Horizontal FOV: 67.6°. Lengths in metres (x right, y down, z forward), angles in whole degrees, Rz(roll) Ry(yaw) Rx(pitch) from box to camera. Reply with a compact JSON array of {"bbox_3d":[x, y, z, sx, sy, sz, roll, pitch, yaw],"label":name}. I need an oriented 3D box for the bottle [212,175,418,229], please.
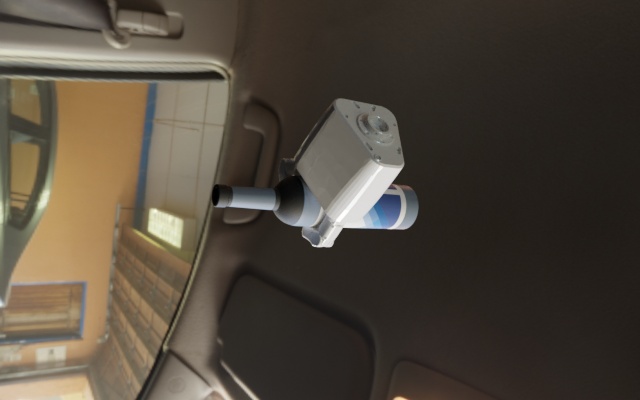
[{"bbox_3d":[0.000,0.002,0.644,0.296,0.069,0.069,4,-2,-32],"label":"bottle"}]
